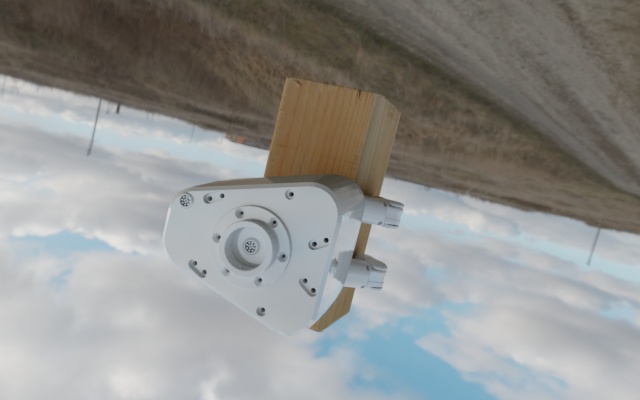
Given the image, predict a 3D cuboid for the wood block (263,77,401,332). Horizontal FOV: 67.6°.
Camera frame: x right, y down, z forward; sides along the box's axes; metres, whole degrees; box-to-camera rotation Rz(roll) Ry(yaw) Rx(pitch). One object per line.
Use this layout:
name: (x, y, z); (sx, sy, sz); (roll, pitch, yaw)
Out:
wood block: (0.000, 0.002, 0.450); (0.091, 0.206, 0.090); (16, 6, 20)
